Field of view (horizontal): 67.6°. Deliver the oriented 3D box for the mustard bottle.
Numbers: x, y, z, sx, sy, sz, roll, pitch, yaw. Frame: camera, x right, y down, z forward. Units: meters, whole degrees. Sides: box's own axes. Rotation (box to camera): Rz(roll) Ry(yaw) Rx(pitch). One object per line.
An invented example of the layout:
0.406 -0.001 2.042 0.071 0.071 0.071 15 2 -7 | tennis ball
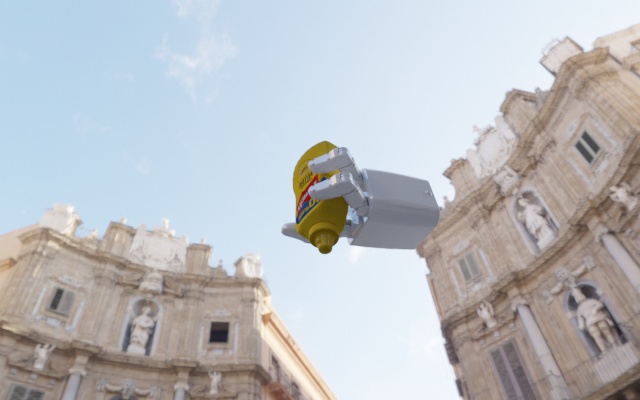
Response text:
0.000 0.002 0.690 0.058 0.191 0.096 28 -57 -27 | mustard bottle
